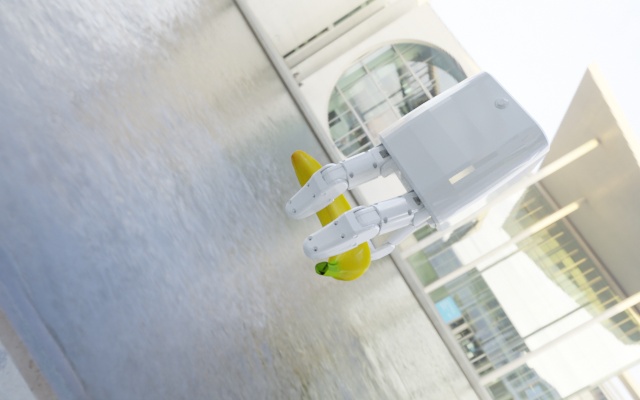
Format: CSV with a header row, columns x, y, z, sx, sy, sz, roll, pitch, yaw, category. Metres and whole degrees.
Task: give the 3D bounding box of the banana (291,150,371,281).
x,y,z,sx,sy,sz,roll,pitch,yaw,category
0.011,0.015,0.462,0.037,0.070,0.197,-35,33,10,banana
